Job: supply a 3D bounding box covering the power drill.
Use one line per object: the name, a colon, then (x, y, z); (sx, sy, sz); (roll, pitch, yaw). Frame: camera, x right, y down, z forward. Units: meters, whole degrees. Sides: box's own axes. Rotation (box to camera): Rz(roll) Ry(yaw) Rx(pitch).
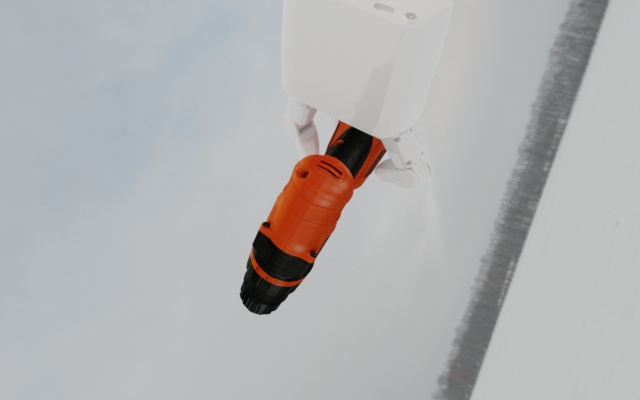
power drill: (0.000, 0.001, 0.436); (0.057, 0.184, 0.187); (32, 42, 0)
